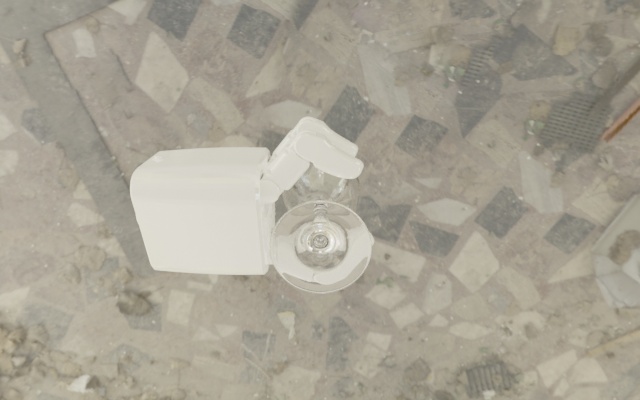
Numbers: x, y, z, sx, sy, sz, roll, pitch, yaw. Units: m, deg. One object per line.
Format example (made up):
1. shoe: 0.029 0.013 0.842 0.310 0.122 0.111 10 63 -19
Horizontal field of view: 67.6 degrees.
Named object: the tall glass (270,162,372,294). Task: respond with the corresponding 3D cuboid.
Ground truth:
1. tall glass: 0.000 0.002 0.438 0.079 0.079 0.201 0 20 0
